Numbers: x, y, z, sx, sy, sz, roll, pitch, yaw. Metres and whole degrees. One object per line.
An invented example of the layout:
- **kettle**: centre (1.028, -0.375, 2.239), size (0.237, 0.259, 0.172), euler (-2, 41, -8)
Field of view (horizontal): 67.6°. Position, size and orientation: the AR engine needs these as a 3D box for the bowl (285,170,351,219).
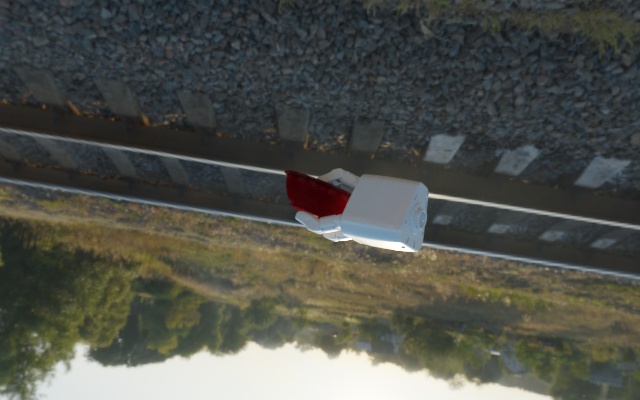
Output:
- **bowl**: centre (-0.001, 0.003, 0.854), size (0.162, 0.055, 0.162), euler (23, -5, 2)
